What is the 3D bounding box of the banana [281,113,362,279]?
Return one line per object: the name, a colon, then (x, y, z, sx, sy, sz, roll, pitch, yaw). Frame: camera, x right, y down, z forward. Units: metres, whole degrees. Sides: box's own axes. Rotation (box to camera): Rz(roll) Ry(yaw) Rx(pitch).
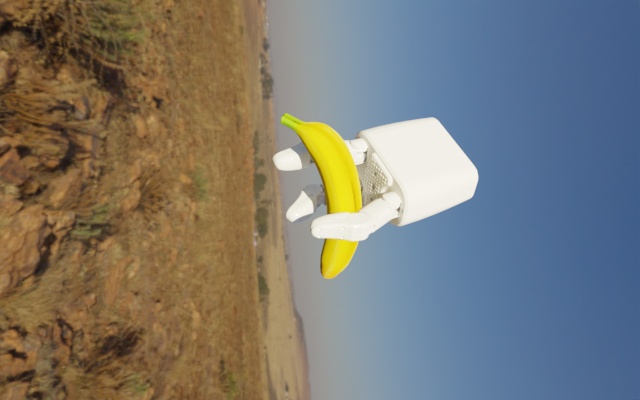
banana: (0.013, 0.000, 0.509, 0.069, 0.198, 0.037, 6, 27, 41)
